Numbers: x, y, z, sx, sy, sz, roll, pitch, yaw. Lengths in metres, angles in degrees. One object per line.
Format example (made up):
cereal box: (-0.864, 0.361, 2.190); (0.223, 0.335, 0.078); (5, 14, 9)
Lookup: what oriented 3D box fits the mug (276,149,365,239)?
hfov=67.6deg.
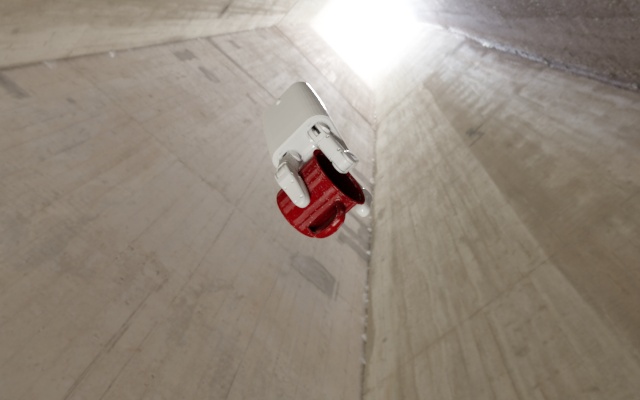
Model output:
mug: (0.000, 0.003, 0.612); (0.081, 0.117, 0.093); (-43, -51, 20)
